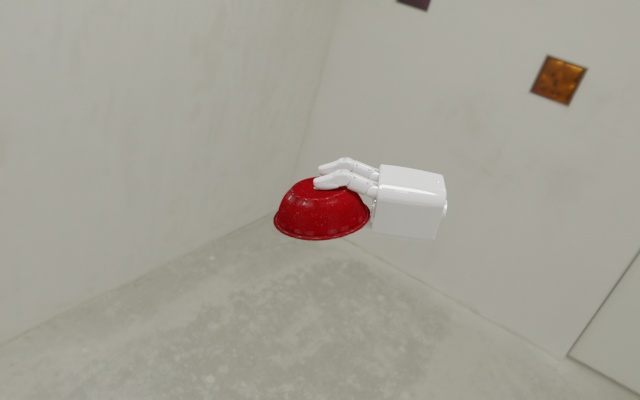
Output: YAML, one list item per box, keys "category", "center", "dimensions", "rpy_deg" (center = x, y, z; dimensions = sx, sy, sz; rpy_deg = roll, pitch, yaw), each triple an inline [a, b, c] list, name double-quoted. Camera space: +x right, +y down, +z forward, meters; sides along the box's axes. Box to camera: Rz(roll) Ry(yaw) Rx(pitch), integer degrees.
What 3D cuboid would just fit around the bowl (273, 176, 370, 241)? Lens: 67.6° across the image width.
- category: "bowl"
  center: [-0.001, 0.002, 0.780]
  dimensions: [0.162, 0.055, 0.162]
  rpy_deg: [-4, 25, 2]
